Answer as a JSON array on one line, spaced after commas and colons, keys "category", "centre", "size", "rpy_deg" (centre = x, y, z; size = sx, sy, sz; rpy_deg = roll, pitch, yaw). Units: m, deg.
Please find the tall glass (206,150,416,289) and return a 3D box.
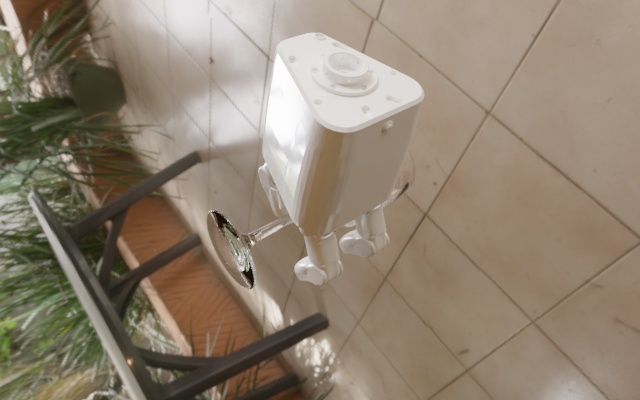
[{"category": "tall glass", "centre": [-0.001, 0.002, 0.449], "size": [0.201, 0.079, 0.079], "rpy_deg": [-28, 15, -30]}]
